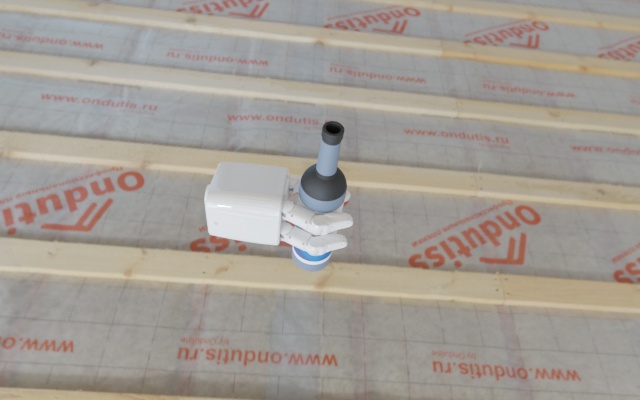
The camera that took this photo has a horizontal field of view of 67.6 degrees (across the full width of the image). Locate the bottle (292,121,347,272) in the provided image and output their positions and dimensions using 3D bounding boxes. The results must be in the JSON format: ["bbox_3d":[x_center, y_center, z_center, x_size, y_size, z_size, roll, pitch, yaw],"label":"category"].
[{"bbox_3d":[0.000,0.002,0.697,0.069,0.069,0.296,0,-38,-8],"label":"bottle"}]
